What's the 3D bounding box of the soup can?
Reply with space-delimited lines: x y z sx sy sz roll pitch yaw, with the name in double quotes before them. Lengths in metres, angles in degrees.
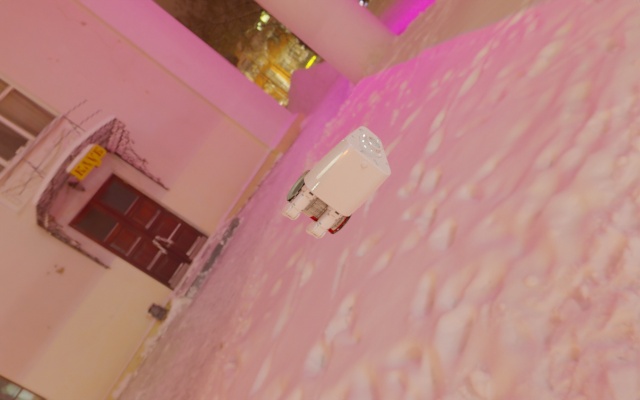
"soup can" 0.000 0.003 0.833 0.102 0.068 0.068 37 -11 -14
